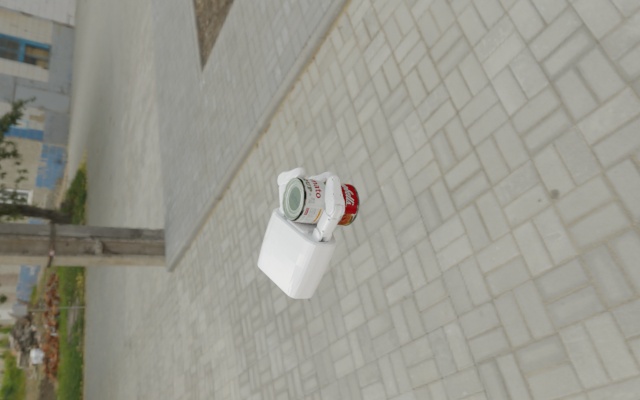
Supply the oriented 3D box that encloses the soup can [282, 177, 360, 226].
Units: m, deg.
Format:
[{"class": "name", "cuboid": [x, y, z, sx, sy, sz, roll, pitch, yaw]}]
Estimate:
[{"class": "soup can", "cuboid": [0.000, 0.002, 0.740, 0.102, 0.068, 0.068, 6, -4, -33]}]
